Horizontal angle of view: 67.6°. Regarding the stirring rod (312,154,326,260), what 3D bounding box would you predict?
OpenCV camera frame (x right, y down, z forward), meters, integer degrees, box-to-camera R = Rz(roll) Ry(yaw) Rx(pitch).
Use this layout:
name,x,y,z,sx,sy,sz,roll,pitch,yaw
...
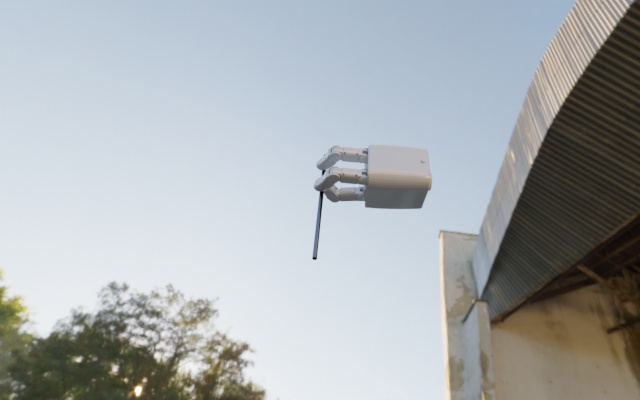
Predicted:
name,x,y,z,sx,sy,sz,roll,pitch,yaw
stirring rod,0.000,0.003,0.826,0.011,0.239,0.011,3,-43,3
